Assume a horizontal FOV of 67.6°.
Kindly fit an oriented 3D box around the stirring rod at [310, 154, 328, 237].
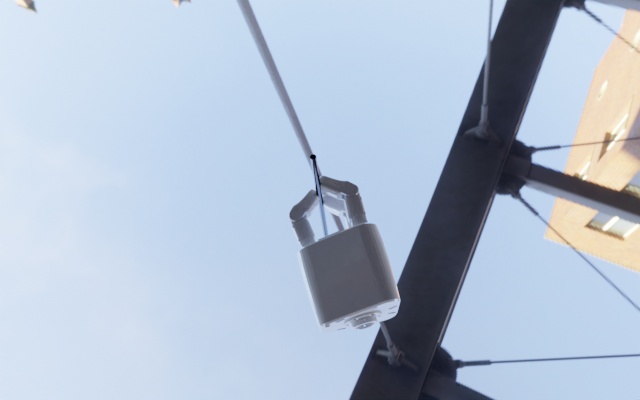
[{"bbox_3d":[0.000,0.002,0.692,0.011,0.011,0.240,0,-28,5],"label":"stirring rod"}]
